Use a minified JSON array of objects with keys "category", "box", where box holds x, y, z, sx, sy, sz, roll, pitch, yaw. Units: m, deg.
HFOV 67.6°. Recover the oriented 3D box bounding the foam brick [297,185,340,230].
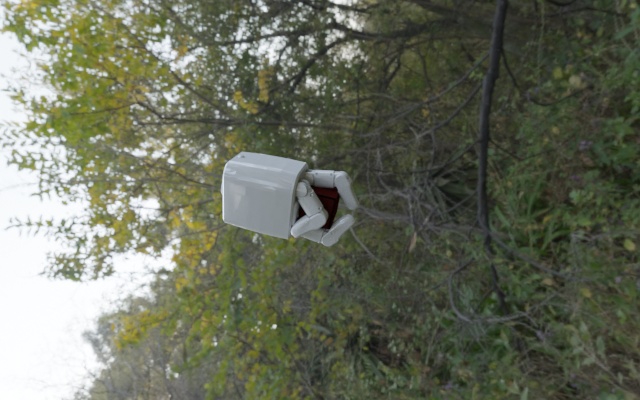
[{"category":"foam brick","box":[0.000,0.002,0.730,0.051,0.053,0.078,12,20,5]}]
